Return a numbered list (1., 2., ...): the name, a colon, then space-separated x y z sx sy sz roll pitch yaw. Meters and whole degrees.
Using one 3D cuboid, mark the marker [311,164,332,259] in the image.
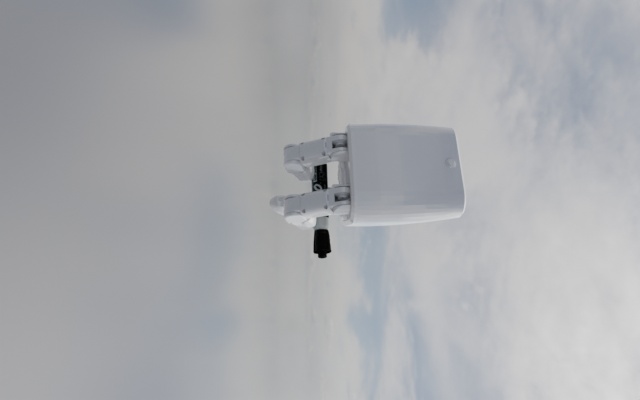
1. marker: 0.000 0.002 0.507 0.020 0.121 0.020 -2 -21 -1
